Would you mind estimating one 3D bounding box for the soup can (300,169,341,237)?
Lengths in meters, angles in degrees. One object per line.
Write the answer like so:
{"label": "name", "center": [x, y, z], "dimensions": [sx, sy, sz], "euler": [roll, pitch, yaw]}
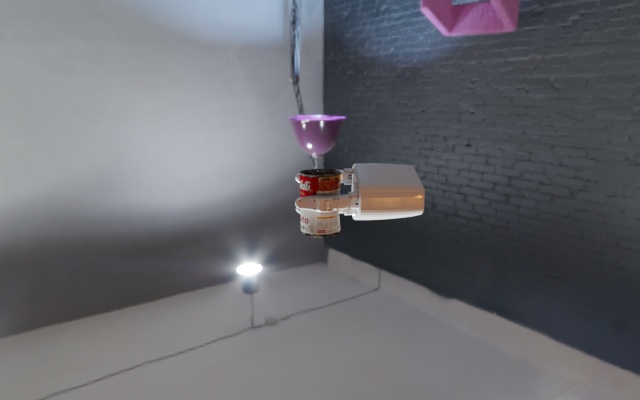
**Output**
{"label": "soup can", "center": [0.000, 0.003, 0.789], "dimensions": [0.068, 0.102, 0.068], "euler": [0, 13, 0]}
